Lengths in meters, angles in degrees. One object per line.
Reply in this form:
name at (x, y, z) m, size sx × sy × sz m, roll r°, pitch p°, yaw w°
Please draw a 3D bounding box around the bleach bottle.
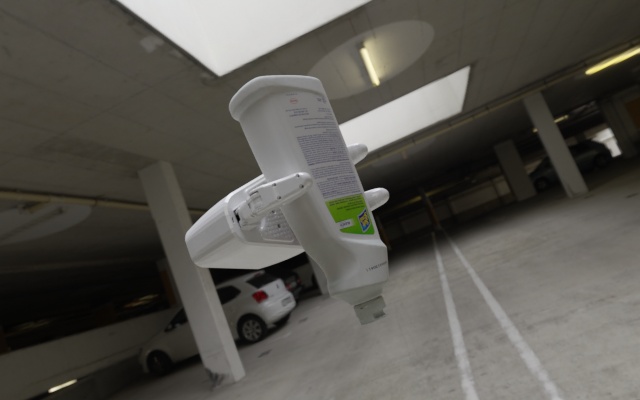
bleach bottle at (0.000, 0.001, 0.473) m, size 0.102 × 0.251 × 0.068 m, roll -14°, pitch -12°, yaw -43°
